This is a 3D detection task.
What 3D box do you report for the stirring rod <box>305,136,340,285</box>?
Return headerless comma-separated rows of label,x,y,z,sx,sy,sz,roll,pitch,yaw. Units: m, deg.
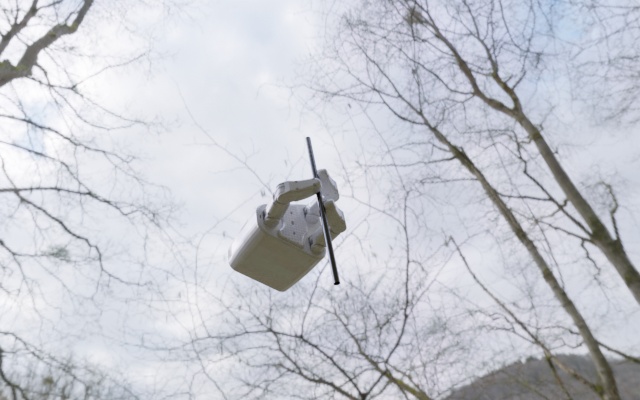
stirring rod,0.000,0.002,0.612,0.011,0.239,0.011,-7,-39,-6
